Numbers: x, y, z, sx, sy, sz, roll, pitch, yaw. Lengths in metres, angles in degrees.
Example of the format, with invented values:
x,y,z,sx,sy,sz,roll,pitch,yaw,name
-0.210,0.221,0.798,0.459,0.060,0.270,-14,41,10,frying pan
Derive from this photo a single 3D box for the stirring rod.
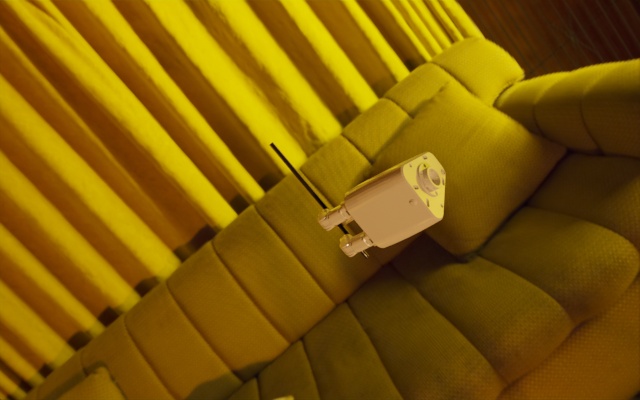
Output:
x,y,z,sx,sy,sz,roll,pitch,yaw,name
0.000,0.002,0.756,0.011,0.239,0.011,-38,12,9,stirring rod
